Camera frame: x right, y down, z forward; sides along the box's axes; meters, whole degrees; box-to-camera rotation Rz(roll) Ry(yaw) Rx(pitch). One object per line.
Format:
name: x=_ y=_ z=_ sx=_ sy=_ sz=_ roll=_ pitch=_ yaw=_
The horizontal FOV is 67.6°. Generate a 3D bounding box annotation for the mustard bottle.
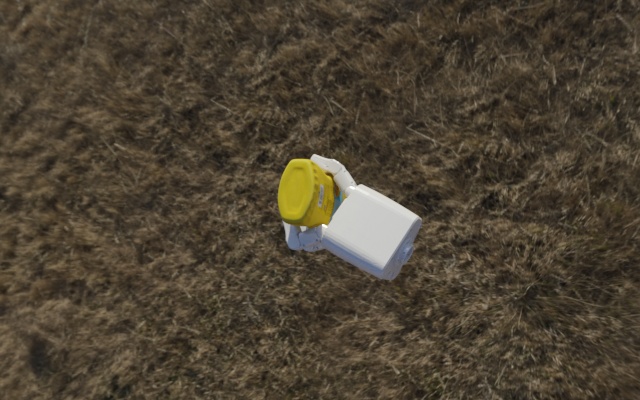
mustard bottle: x=0.000 y=0.002 z=0.762 sx=0.058 sy=0.096 sz=0.192 roll=2 pitch=-9 yaw=23
